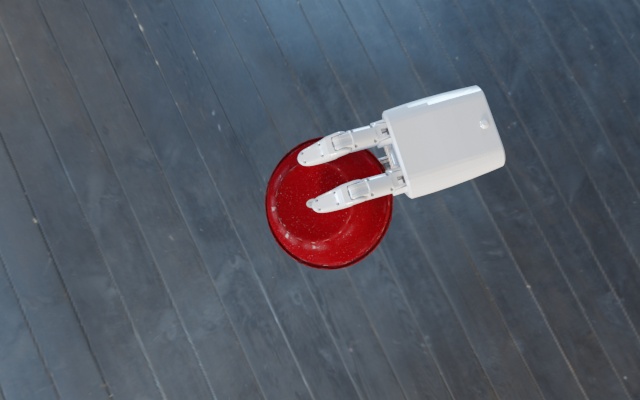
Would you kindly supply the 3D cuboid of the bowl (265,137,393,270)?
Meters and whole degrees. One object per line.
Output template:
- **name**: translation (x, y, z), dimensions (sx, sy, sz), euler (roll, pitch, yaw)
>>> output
- **bowl**: translation (-0.001, 0.003, 0.553), dimensions (0.162, 0.162, 0.055), euler (0, -2, 17)
